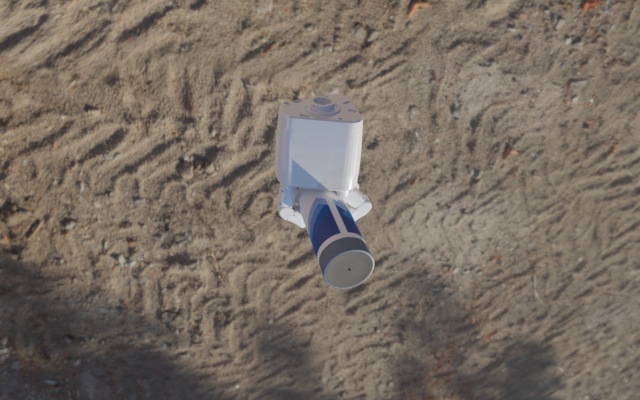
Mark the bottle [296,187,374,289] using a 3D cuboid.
[{"bbox_3d":[0.000,0.003,0.709,0.069,0.069,0.295,0,35,-17],"label":"bottle"}]
